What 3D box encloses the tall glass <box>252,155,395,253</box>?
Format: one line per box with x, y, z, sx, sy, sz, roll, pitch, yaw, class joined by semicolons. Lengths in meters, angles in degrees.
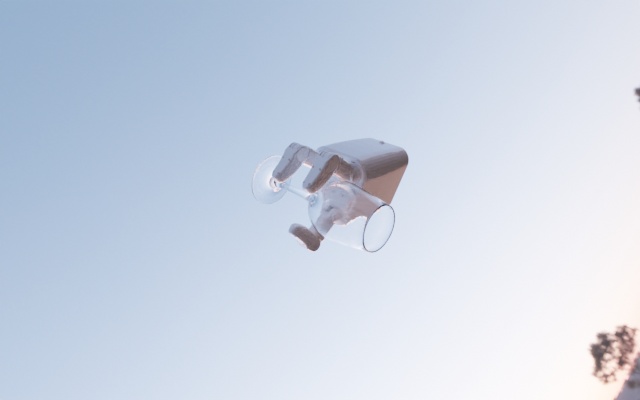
0.000;0.002;0.629;0.201;0.079;0.079;25;16;39;tall glass
